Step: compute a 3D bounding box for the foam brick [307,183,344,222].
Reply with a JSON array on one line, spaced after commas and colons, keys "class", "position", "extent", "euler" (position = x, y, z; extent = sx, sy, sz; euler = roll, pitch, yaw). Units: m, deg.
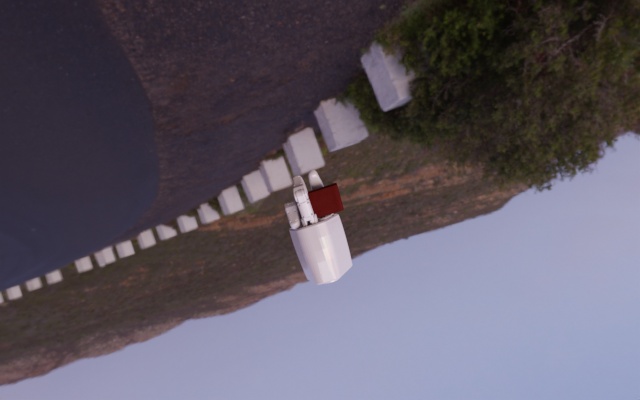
[{"class": "foam brick", "position": [0.000, 0.003, 0.874], "extent": [0.078, 0.051, 0.053], "euler": [-18, 2, 4]}]
